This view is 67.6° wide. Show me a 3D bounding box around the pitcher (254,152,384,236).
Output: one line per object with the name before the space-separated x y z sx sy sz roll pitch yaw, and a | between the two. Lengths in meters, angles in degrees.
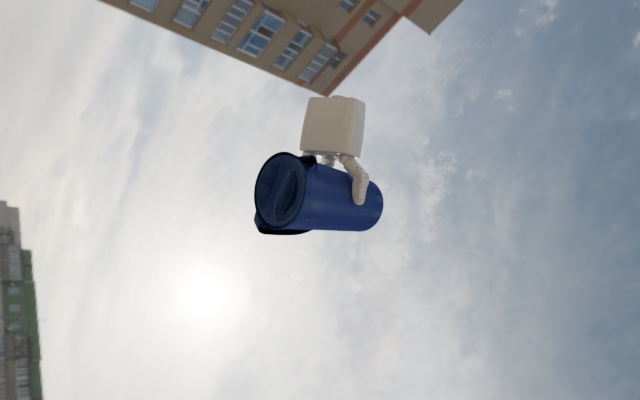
pitcher | 0.000 0.003 0.892 0.149 0.145 0.243 4 -5 44
